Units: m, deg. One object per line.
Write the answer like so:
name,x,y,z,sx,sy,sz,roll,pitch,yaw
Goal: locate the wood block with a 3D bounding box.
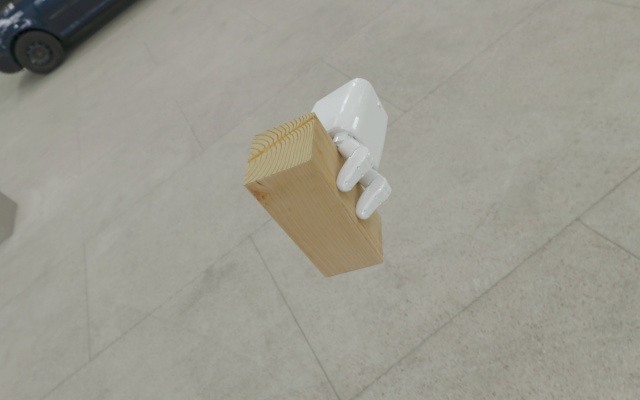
wood block,0.000,0.002,0.618,0.091,0.090,0.206,-18,-47,22
